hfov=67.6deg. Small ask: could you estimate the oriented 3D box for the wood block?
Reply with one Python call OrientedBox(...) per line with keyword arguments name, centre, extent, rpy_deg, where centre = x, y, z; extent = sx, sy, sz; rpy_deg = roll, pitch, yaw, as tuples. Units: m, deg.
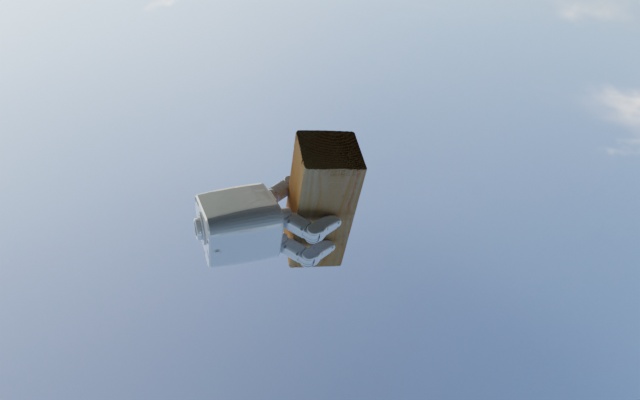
OrientedBox(name="wood block", centre=(0.000, 0.002, 0.734), extent=(0.090, 0.206, 0.090), rpy_deg=(-1, 44, -13))
